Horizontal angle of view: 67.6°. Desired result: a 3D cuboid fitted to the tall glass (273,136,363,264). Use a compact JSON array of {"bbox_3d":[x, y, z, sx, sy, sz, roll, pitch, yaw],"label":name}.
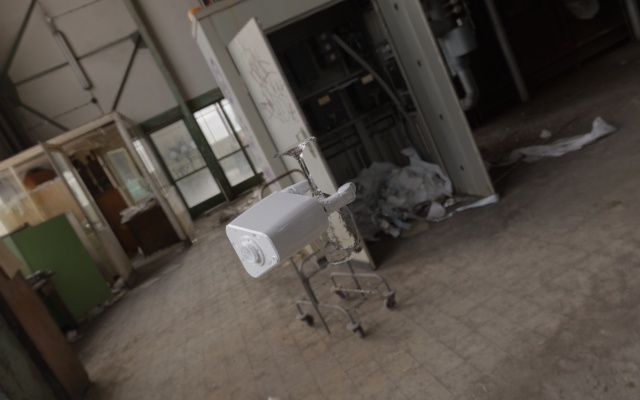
[{"bbox_3d":[0.000,0.002,0.773,0.079,0.201,0.079,-25,11,5],"label":"tall glass"}]
